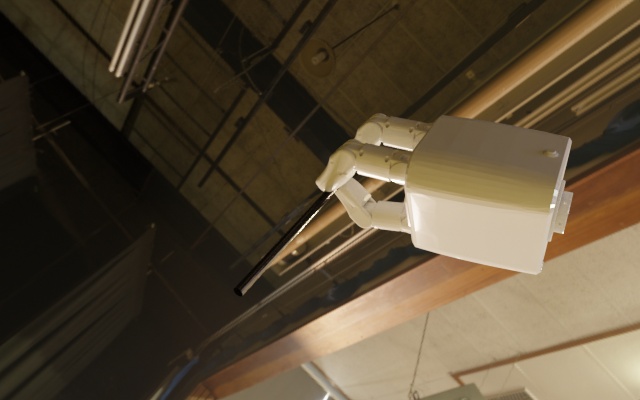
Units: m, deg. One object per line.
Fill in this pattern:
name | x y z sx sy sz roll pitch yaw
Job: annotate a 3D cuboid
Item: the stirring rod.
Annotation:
stirring rod | 0.000 0.001 0.422 0.011 0.011 0.239 0 32 35
